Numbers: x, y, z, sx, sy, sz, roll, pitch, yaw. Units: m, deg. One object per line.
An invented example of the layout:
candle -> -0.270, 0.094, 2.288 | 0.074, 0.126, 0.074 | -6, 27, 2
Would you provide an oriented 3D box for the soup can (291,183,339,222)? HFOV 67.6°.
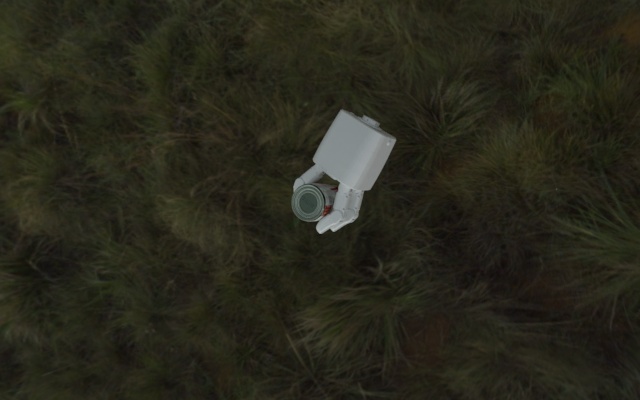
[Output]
soup can -> 0.000, 0.003, 0.871 | 0.068, 0.068, 0.102 | 0, 1, 26
